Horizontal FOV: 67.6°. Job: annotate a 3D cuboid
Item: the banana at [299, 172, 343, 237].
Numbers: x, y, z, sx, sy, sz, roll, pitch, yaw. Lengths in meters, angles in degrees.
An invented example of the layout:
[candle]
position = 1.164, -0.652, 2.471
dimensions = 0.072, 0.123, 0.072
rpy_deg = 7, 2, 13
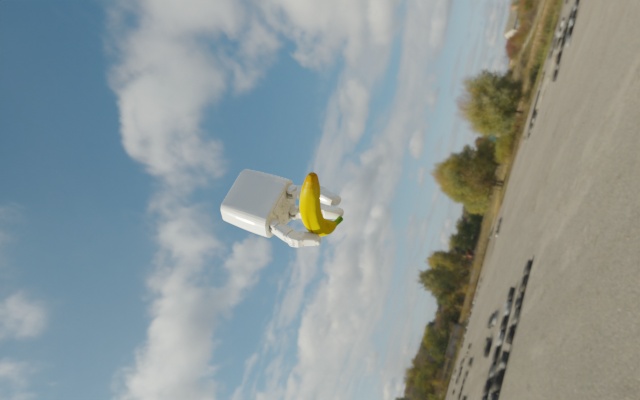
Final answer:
[banana]
position = -0.007, 0.020, 0.847
dimensions = 0.037, 0.069, 0.198
rpy_deg = 19, -18, 22
